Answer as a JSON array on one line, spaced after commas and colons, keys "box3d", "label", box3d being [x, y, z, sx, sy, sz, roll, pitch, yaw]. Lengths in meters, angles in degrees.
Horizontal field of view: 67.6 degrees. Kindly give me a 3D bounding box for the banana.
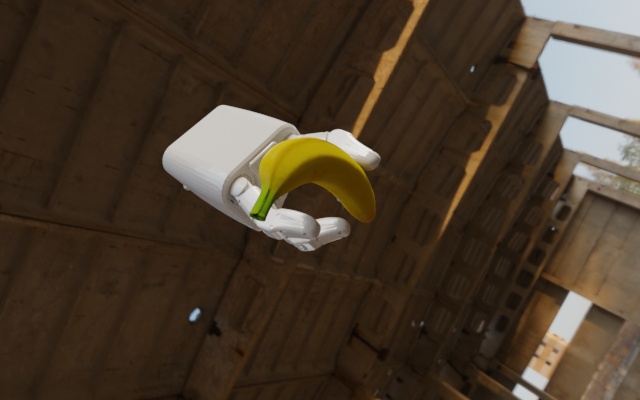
[{"box3d": [0.003, -0.017, 0.419, 0.037, 0.069, 0.198, 18, 6, 31], "label": "banana"}]
